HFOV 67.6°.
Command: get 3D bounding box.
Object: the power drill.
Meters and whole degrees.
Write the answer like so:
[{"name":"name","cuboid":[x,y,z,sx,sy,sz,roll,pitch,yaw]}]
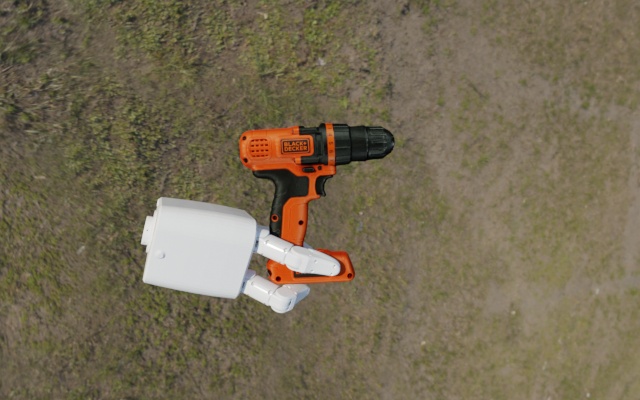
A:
[{"name":"power drill","cuboid":[0.000,0.002,0.573,0.184,0.187,0.057,-3,2,-1]}]
